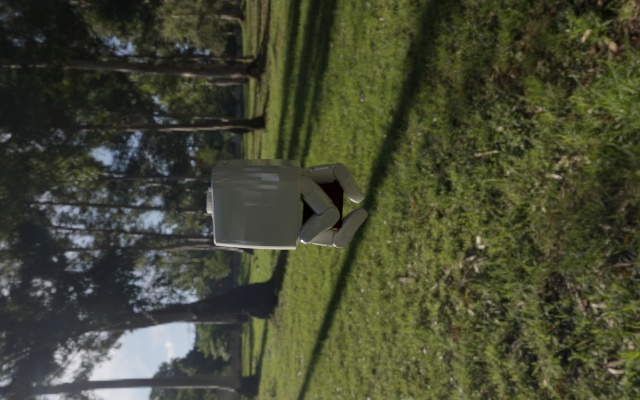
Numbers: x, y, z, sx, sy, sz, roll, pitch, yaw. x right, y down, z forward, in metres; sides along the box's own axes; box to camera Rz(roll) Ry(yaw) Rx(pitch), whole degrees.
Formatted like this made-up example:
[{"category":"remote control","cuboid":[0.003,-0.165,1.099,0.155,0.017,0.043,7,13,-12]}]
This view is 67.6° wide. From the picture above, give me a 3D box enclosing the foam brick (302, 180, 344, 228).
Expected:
[{"category":"foam brick","cuboid":[0.000,0.002,0.641,0.051,0.053,0.078,1,12,-5]}]
